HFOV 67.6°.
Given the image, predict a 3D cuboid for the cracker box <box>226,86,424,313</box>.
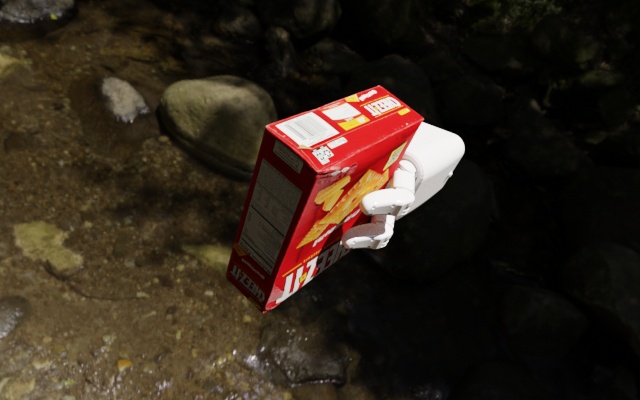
[{"bbox_3d":[0.000,0.001,0.499,0.072,0.214,0.164,42,45,20],"label":"cracker box"}]
